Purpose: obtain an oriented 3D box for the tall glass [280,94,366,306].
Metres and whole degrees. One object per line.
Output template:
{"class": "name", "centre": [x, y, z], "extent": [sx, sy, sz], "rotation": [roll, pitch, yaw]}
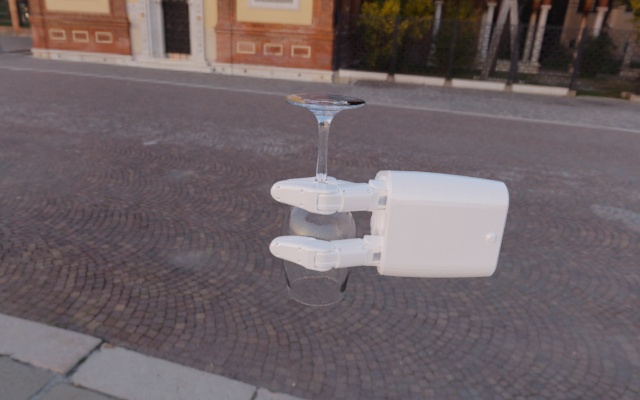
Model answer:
{"class": "tall glass", "centre": [0.000, 0.001, 0.470], "extent": [0.079, 0.201, 0.079], "rotation": [3, 20, -1]}
